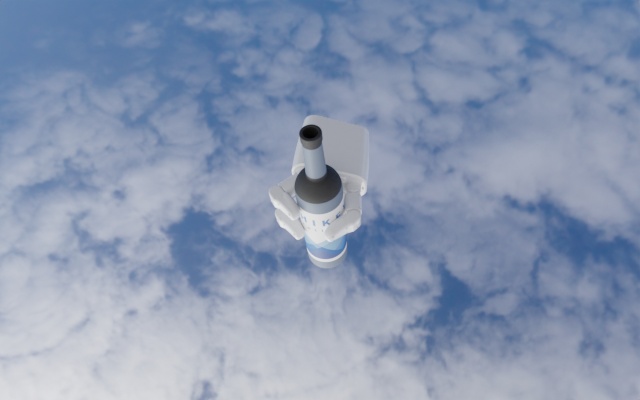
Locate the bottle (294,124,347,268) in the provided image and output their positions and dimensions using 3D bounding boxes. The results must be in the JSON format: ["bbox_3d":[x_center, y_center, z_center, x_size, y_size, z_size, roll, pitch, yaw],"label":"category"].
[{"bbox_3d":[0.000,0.002,0.686,0.069,0.069,0.296,0,-34,6],"label":"bottle"}]
